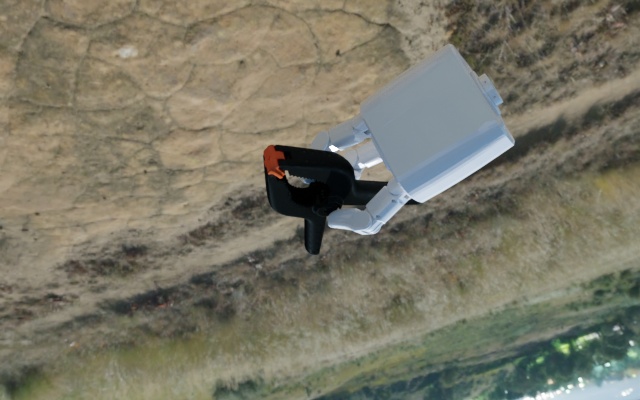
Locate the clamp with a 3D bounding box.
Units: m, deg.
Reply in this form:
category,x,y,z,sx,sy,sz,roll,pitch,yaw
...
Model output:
category,x,y,z,sx,sy,sz,roll,pitch,yaw
clamp,0.000,0.002,0.523,0.164,0.036,0.210,-34,-35,25
